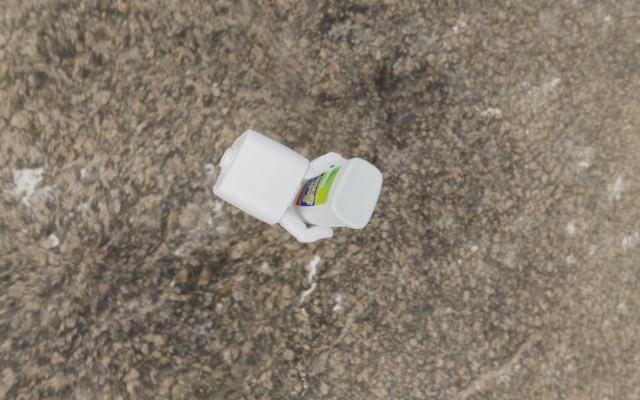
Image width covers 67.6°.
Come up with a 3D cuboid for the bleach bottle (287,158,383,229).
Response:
[{"bbox_3d":[0.000,0.002,0.780,0.068,0.102,0.251,31,-19,-19],"label":"bleach bottle"}]
